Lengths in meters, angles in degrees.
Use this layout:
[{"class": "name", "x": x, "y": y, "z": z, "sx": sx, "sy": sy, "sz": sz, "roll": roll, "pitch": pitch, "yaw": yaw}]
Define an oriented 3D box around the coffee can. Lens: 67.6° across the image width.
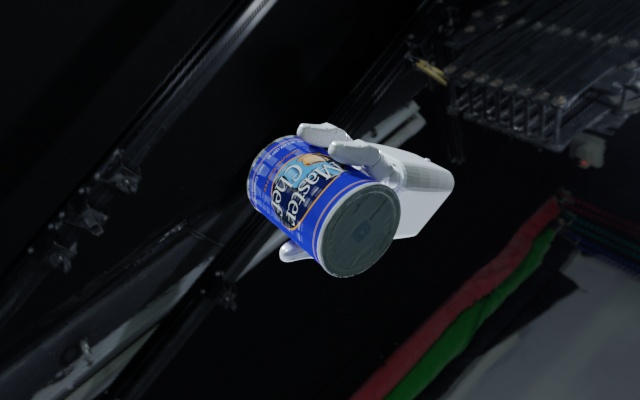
[{"class": "coffee can", "x": 0.000, "y": 0.002, "z": 0.510, "sx": 0.103, "sy": 0.103, "sz": 0.140, "roll": 0, "pitch": 25, "yaw": -41}]
